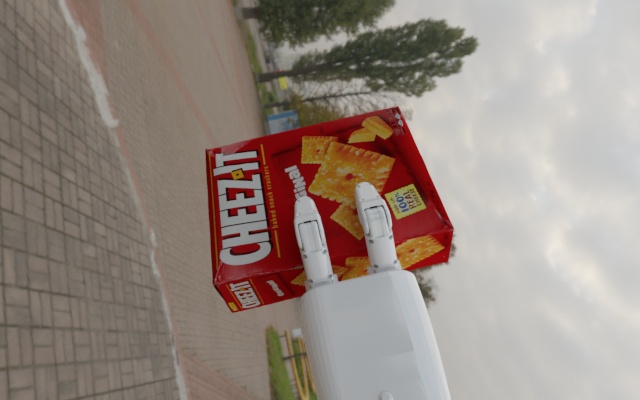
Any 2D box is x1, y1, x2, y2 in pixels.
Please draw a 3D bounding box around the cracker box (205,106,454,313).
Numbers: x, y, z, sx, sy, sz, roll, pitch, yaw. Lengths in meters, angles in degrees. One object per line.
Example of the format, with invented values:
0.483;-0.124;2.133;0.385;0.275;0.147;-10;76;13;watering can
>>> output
0.000;0.002;0.473;0.214;0.164;0.072;-13;-36;-1;cracker box
